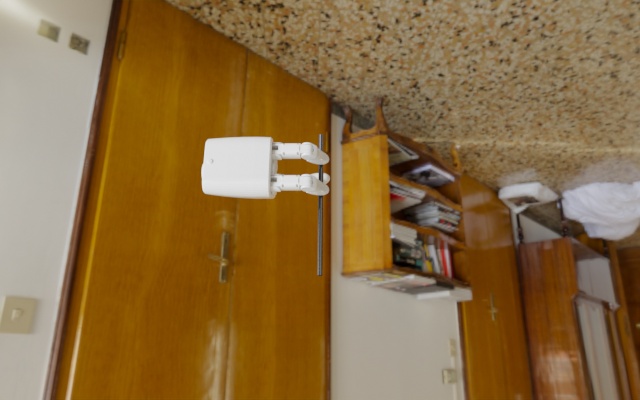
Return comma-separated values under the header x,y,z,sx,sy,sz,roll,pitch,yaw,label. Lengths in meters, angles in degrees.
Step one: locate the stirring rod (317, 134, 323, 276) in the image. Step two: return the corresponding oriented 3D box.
x,y,z,sx,sy,sz,roll,pitch,yaw,label
0.000,0.002,0.779,0.011,0.239,0.011,0,-18,0,stirring rod
